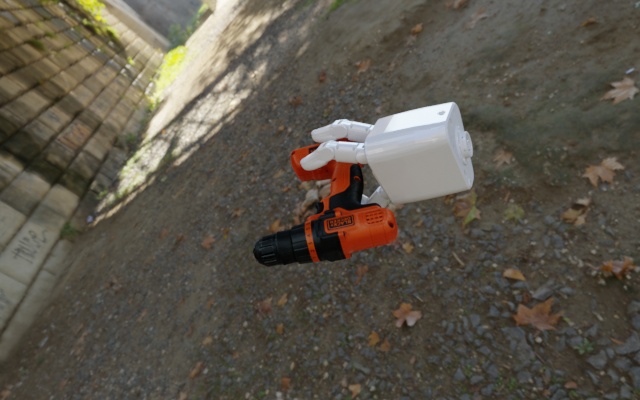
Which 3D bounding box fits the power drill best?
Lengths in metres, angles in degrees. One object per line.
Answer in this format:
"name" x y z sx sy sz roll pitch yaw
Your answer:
"power drill" 0.000 0.002 0.648 0.184 0.187 0.057 -11 -44 6
